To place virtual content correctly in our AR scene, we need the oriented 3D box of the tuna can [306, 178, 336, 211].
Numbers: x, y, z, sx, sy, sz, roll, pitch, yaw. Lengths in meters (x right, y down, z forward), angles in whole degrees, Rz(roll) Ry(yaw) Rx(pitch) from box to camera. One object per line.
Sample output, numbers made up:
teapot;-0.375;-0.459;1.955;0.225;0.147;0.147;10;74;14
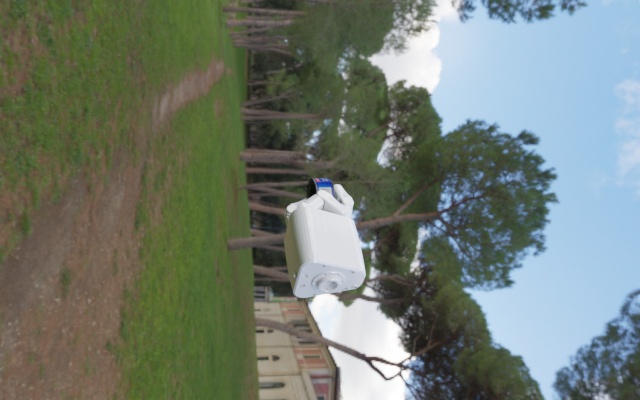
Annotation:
tuna can;0.001;0.003;0.851;0.034;0.086;0.086;-2;0;-14
